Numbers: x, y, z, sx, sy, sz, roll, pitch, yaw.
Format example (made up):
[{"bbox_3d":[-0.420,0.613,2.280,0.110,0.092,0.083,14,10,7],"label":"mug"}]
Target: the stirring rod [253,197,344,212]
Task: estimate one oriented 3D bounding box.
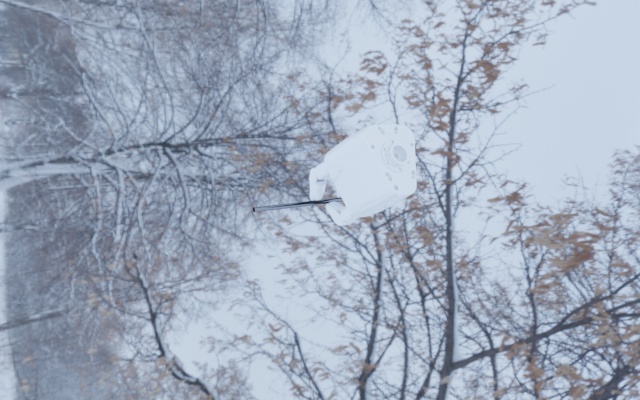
[{"bbox_3d":[0.000,0.003,0.792,0.239,0.011,0.011,-7,3,-31],"label":"stirring rod"}]
